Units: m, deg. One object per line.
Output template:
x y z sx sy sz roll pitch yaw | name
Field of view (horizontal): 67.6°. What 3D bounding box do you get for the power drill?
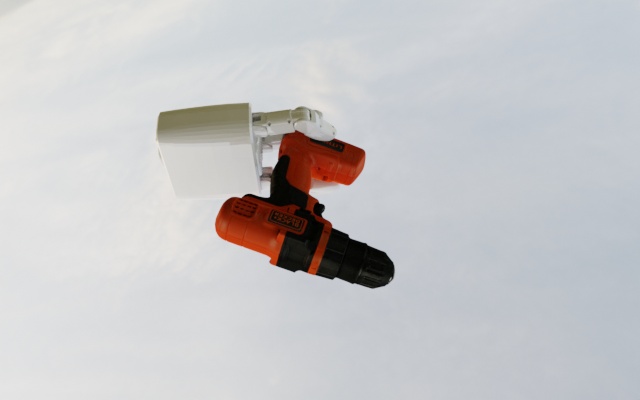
0.000 0.001 0.524 0.184 0.057 0.187 21 39 -2 | power drill
